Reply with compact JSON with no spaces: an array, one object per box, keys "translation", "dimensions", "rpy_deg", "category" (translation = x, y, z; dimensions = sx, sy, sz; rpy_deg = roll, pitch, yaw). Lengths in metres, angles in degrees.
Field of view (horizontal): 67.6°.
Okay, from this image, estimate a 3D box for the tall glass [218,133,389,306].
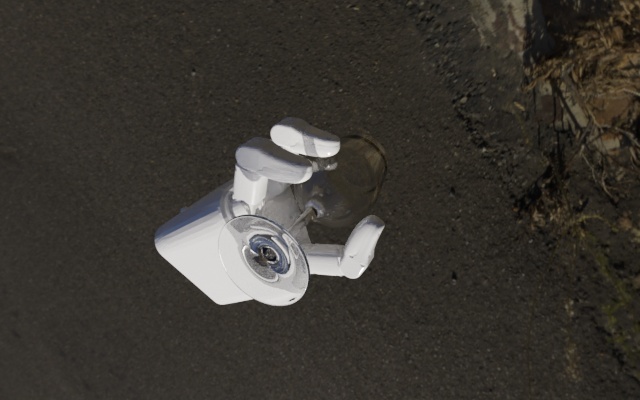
[{"translation":[0.000,0.002,0.413],"dimensions":[0.079,0.079,0.201],"rpy_deg":[0,25,28],"category":"tall glass"}]
